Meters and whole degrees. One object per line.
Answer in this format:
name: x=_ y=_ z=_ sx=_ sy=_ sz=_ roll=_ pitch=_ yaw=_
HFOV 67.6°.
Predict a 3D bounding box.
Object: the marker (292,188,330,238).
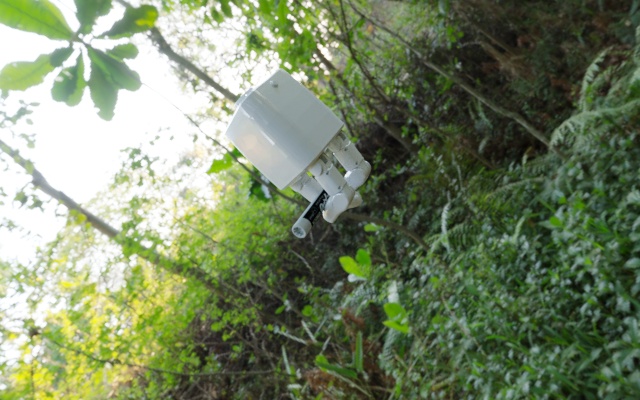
marker: x=0.000 y=0.002 z=0.594 sx=0.020 sy=0.020 sz=0.121 roll=0 pitch=35 yaw=31
